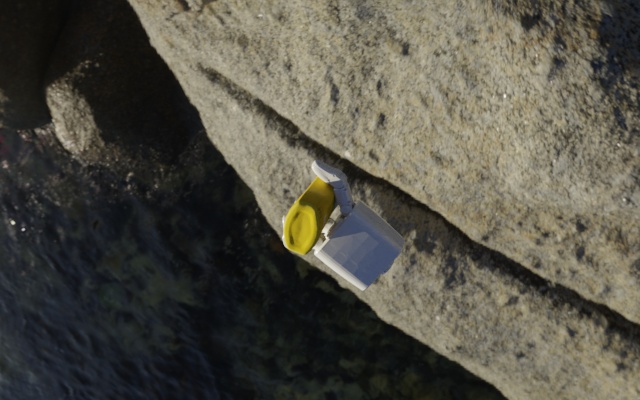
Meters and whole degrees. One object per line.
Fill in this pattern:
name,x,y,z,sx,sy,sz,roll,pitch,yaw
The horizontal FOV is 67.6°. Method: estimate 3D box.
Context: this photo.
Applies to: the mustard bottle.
mustard bottle,0.000,0.003,0.797,0.058,0.096,0.191,19,31,10
